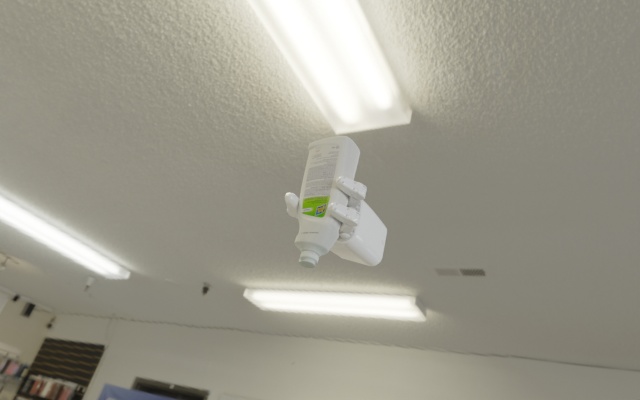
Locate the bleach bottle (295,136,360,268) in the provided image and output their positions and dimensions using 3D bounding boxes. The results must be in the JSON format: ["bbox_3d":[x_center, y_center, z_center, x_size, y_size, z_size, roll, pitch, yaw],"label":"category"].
[{"bbox_3d":[0.000,0.003,0.859,0.102,0.250,0.068,-9,-37,36],"label":"bleach bottle"}]
